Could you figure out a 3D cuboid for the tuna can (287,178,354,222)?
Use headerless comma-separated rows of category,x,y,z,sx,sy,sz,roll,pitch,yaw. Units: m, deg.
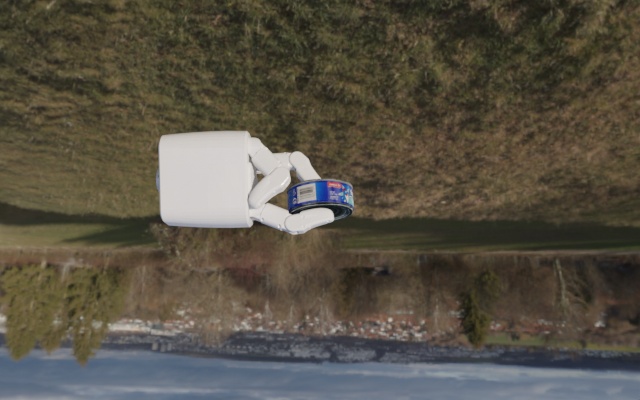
tuna can,0.000,0.003,0.614,0.086,0.033,0.086,-4,-18,-1
